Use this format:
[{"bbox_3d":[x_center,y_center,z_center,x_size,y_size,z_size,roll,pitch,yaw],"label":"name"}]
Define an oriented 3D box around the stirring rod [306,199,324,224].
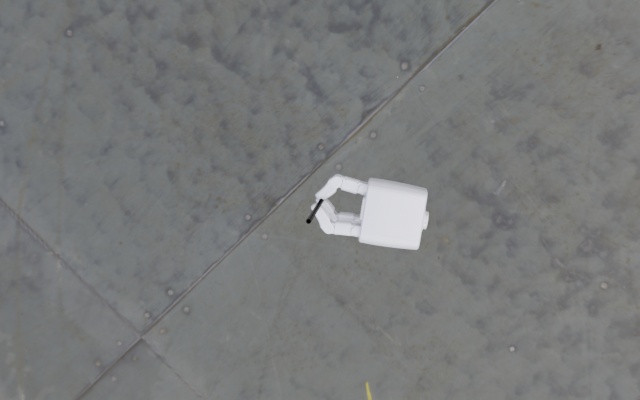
[{"bbox_3d":[0.000,0.003,0.854,0.011,0.011,0.239,0,14,9],"label":"stirring rod"}]
